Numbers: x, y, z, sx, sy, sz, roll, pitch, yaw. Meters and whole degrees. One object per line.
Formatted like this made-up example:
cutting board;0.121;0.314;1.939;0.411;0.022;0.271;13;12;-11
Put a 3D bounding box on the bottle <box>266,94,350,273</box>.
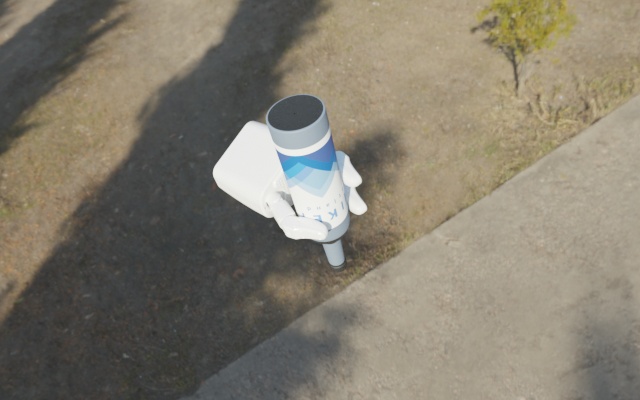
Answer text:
bottle;0.000;0.002;0.622;0.069;0.069;0.296;0;-41;14
